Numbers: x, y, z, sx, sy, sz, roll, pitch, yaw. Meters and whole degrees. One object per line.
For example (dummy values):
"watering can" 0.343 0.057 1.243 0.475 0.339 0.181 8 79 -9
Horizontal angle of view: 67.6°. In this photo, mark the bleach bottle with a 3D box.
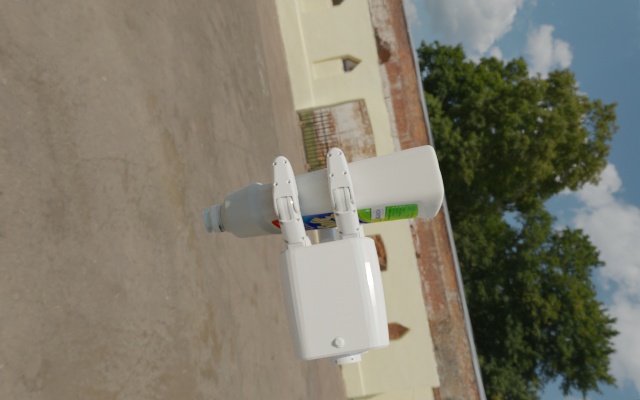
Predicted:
"bleach bottle" 0.000 0.002 0.523 0.251 0.068 0.102 -11 -17 4
